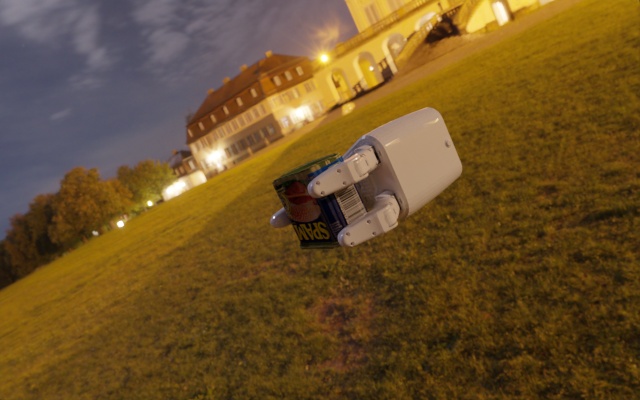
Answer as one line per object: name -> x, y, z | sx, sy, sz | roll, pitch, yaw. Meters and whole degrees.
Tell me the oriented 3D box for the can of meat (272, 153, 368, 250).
can of meat -> 0.000, 0.001, 0.505 | 0.057, 0.084, 0.102 | -29, 9, -28
